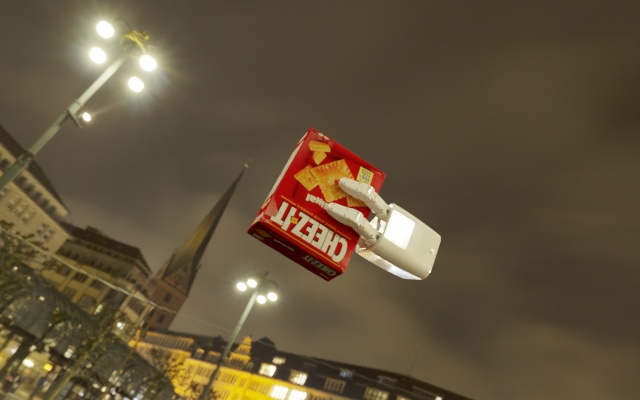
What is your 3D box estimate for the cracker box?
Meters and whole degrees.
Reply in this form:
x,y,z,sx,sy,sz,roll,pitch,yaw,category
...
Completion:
x,y,z,sx,sy,sz,roll,pitch,yaw,category
0.000,0.003,0.819,0.164,0.213,0.072,32,-31,-10,cracker box
